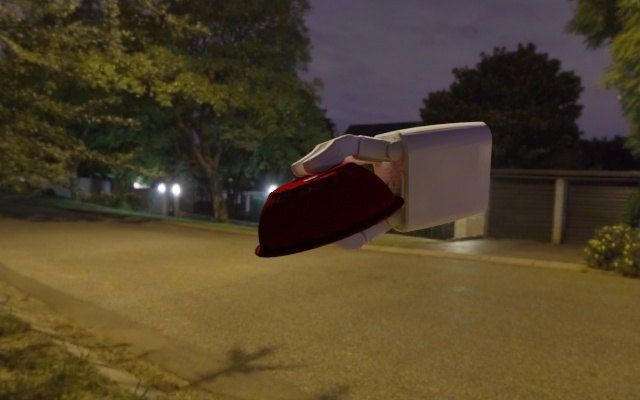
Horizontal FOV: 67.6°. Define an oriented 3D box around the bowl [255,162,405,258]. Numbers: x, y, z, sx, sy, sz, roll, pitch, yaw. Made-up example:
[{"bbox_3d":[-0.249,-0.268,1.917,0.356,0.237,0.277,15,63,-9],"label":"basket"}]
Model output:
[{"bbox_3d":[-0.001,0.002,0.486,0.162,0.055,0.162,-20,8,3],"label":"bowl"}]
